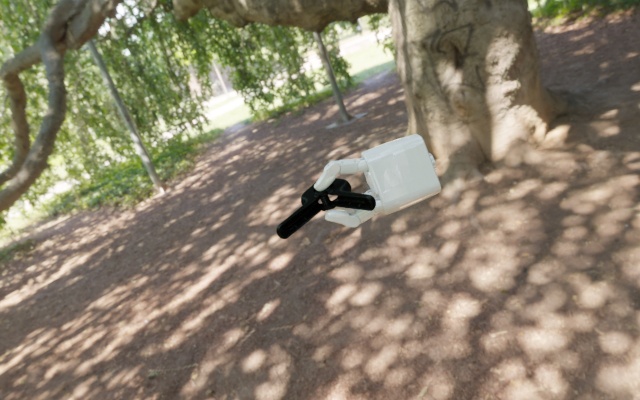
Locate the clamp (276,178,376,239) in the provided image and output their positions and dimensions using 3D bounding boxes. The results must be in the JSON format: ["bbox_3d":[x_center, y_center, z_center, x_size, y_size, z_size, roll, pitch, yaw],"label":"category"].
[{"bbox_3d":[0.000,0.002,0.835,0.164,0.036,0.210,-20,17,0],"label":"clamp"}]
